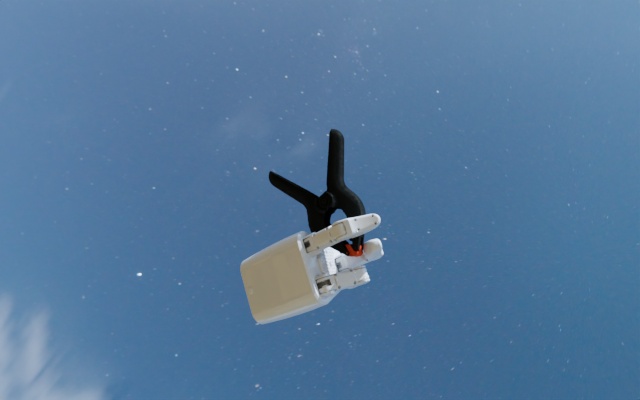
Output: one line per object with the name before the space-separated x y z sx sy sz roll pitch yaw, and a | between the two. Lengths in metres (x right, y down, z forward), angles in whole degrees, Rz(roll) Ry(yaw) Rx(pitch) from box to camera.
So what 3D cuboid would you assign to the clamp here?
clamp | 0.001 0.002 0.640 0.120 0.171 0.039 -26 -17 24
